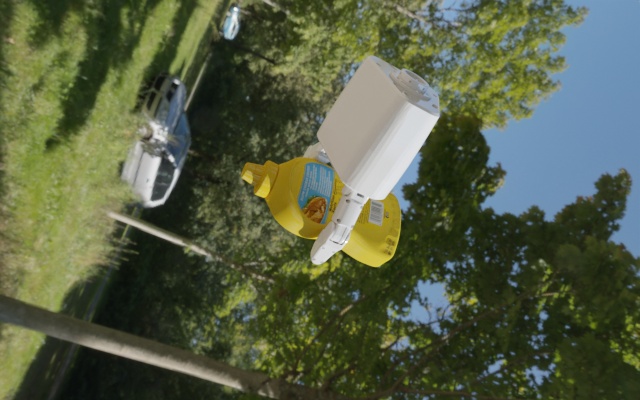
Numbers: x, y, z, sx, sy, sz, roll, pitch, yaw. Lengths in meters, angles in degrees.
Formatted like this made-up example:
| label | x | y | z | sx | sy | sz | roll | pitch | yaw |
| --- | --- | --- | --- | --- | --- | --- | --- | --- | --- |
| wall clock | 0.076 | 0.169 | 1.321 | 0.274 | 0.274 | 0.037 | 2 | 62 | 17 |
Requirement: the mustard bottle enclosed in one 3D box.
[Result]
| label | x | y | z | sx | sy | sz | roll | pitch | yaw |
| --- | --- | --- | --- | --- | --- | --- | --- | --- | --- |
| mustard bottle | 0.000 | 0.002 | 0.553 | 0.191 | 0.096 | 0.058 | 23 | -36 | -18 |
